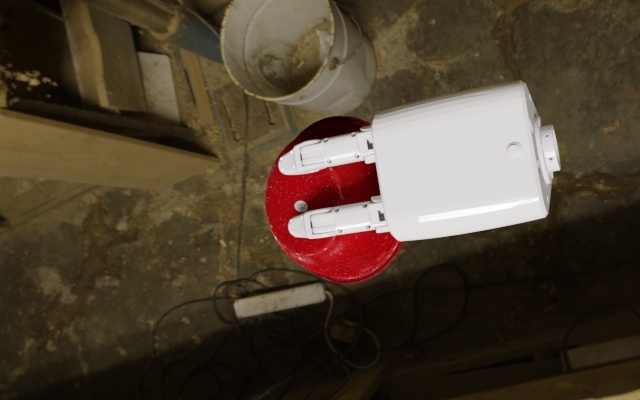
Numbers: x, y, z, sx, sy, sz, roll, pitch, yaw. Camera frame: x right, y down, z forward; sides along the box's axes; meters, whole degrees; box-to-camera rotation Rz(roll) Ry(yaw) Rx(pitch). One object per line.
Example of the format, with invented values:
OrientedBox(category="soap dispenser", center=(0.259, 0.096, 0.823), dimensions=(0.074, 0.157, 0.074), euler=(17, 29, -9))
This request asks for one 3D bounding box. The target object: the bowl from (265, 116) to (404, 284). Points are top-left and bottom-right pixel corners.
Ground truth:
OrientedBox(category="bowl", center=(-0.001, 0.002, 0.442), dimensions=(0.162, 0.162, 0.055), euler=(0, 4, 39))
